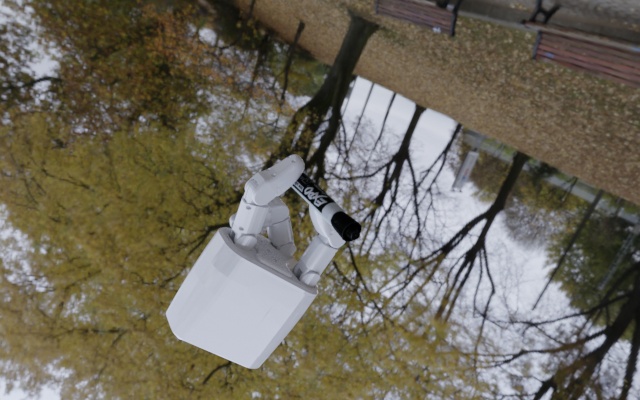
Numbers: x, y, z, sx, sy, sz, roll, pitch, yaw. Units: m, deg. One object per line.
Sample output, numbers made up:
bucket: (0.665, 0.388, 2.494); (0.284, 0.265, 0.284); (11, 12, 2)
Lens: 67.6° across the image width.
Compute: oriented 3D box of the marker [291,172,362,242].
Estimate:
marker: (0.000, 0.001, 0.425); (0.020, 0.020, 0.121); (0, 26, -31)
